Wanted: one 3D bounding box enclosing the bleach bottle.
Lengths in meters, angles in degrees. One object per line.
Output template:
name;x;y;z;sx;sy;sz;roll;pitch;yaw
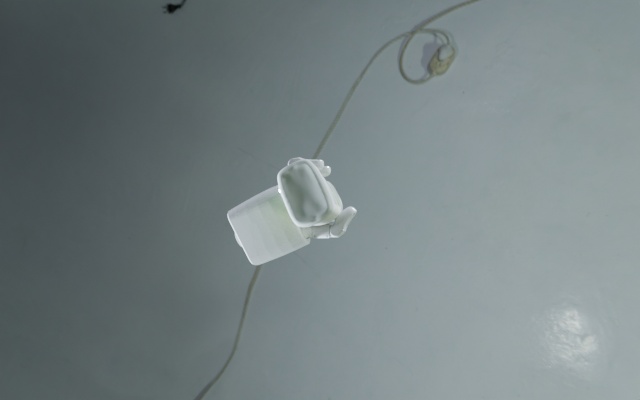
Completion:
bleach bottle;0.000;0.003;0.821;0.068;0.102;0.251;-25;-12;8
